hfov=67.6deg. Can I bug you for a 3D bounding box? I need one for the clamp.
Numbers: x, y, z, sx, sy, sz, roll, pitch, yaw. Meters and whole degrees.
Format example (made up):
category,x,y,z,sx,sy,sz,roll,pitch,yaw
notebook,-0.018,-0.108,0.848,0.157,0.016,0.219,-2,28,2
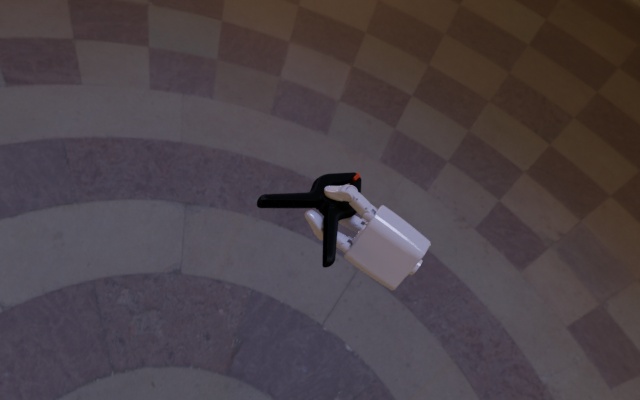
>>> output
category,x,y,z,sx,sy,sz,roll,pitch,yaw
clamp,0.001,0.002,0.842,0.210,0.164,0.036,-48,-7,-42
